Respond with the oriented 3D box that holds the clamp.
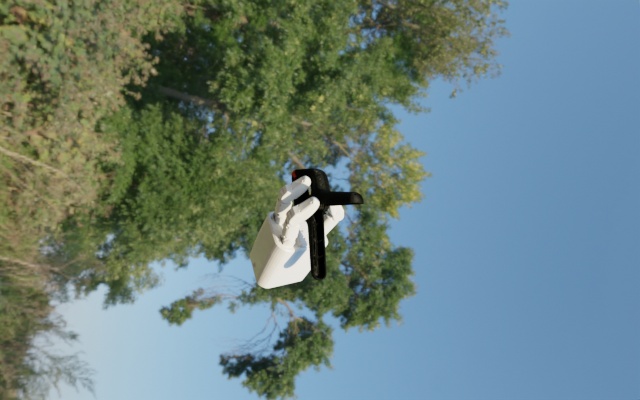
[{"bbox_3d":[0.001,0.003,0.793,0.036,0.165,0.209,10,38,-30],"label":"clamp"}]
